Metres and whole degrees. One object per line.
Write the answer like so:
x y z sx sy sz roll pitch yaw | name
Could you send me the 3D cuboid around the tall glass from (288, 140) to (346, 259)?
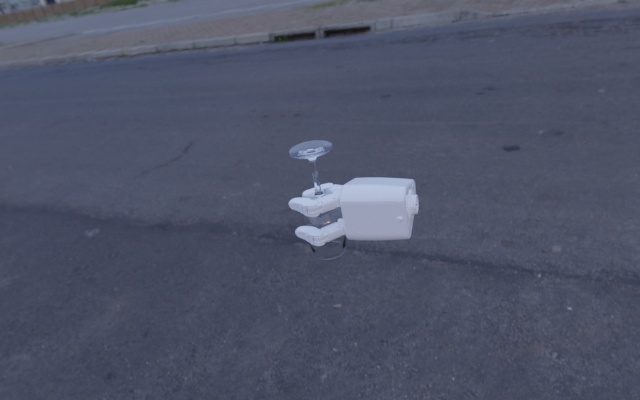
0.000 0.002 0.827 0.079 0.201 0.079 -8 27 4 | tall glass
